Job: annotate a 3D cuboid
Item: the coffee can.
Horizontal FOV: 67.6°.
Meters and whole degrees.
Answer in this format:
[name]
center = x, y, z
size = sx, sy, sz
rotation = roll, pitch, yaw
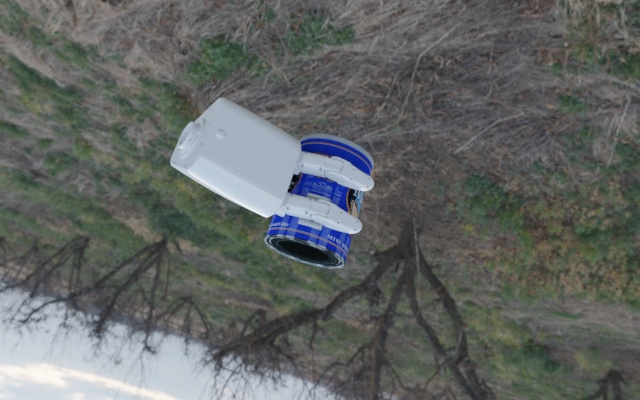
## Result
[coffee can]
center = 0.000, 0.002, 0.601
size = 0.103, 0.140, 0.103
rotation = 16, -20, 6
